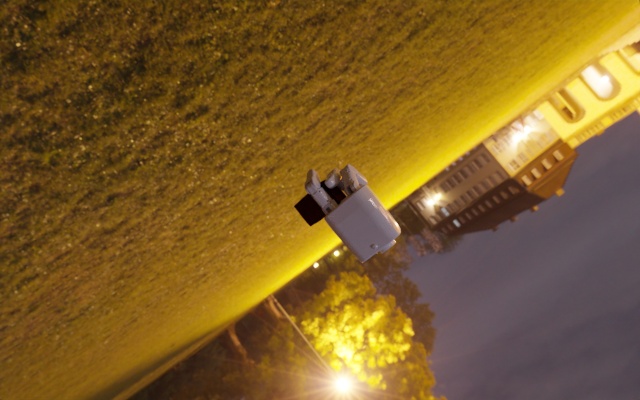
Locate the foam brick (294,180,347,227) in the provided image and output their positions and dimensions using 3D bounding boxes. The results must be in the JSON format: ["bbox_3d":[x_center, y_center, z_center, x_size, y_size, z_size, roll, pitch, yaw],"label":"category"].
[{"bbox_3d":[0.000,0.003,0.893,0.078,0.051,0.053,-41,-5,25],"label":"foam brick"}]
